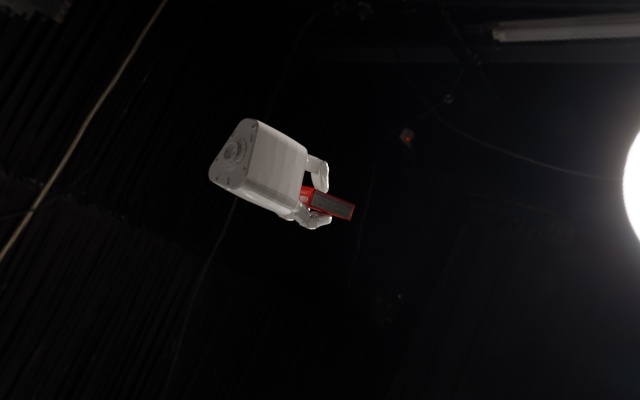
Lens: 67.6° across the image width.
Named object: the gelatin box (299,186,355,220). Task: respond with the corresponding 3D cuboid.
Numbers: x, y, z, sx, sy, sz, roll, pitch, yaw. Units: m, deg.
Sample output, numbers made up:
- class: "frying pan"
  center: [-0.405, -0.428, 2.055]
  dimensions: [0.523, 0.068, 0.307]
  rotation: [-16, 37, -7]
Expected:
- class: "gelatin box"
  center: [0.001, 0.002, 0.793]
  dimensions: [0.089, 0.030, 0.073]
  rotation: [21, -3, -33]
